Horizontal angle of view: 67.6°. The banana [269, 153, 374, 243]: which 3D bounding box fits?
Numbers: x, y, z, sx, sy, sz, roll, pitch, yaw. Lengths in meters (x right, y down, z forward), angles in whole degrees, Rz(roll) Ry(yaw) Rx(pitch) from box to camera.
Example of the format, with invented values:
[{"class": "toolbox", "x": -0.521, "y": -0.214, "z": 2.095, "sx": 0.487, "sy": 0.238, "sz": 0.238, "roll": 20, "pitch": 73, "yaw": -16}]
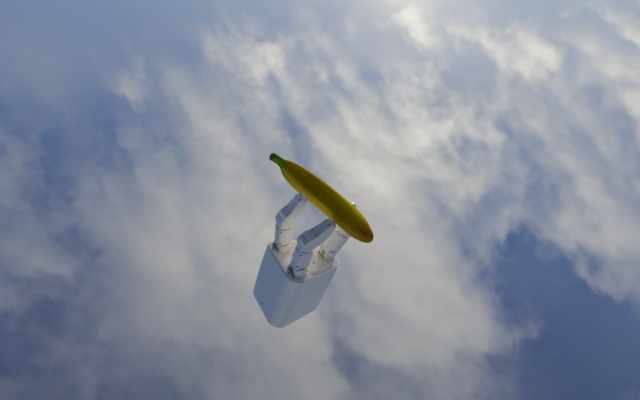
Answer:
[{"class": "banana", "x": 0.005, "y": 0.000, "z": 0.700, "sx": 0.197, "sy": 0.037, "sz": 0.069, "roll": 38, "pitch": 16, "yaw": 19}]
